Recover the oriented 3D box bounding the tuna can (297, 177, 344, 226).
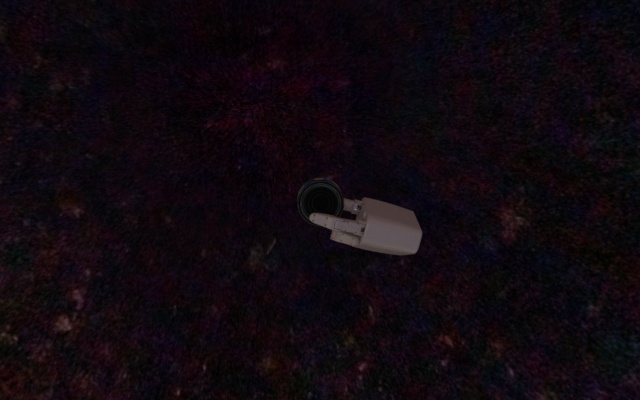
[{"bbox_3d":[0.000,0.003,0.862,0.086,0.086,0.033,0,10,-2],"label":"tuna can"}]
